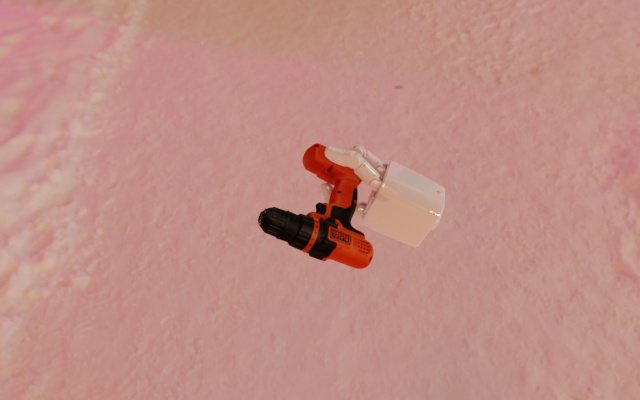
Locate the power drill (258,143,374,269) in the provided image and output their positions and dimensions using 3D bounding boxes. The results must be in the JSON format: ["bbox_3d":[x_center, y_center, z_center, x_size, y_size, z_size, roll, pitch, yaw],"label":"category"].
[{"bbox_3d":[0.000,0.002,0.742,0.184,0.187,0.057,24,-39,-21],"label":"power drill"}]
